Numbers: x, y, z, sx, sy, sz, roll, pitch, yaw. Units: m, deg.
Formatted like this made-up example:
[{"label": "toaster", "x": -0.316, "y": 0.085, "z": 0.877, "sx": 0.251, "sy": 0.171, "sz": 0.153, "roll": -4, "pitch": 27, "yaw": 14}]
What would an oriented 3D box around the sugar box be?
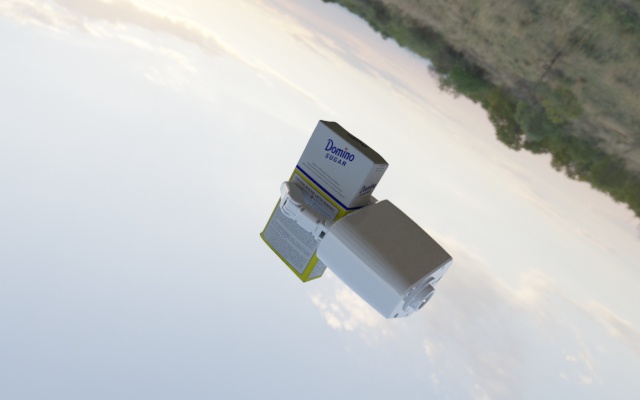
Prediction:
[{"label": "sugar box", "x": 0.000, "y": 0.002, "z": 0.578, "sx": 0.093, "sy": 0.176, "sz": 0.048, "roll": 42, "pitch": 24, "yaw": 26}]
